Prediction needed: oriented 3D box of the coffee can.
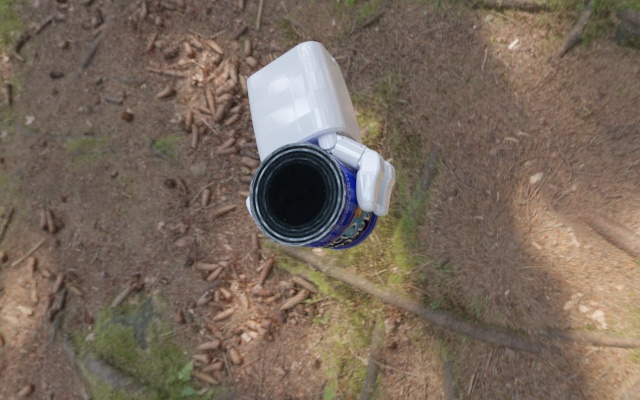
[{"bbox_3d":[0.000,0.002,0.527,0.103,0.103,0.140,0,-7,20],"label":"coffee can"}]
